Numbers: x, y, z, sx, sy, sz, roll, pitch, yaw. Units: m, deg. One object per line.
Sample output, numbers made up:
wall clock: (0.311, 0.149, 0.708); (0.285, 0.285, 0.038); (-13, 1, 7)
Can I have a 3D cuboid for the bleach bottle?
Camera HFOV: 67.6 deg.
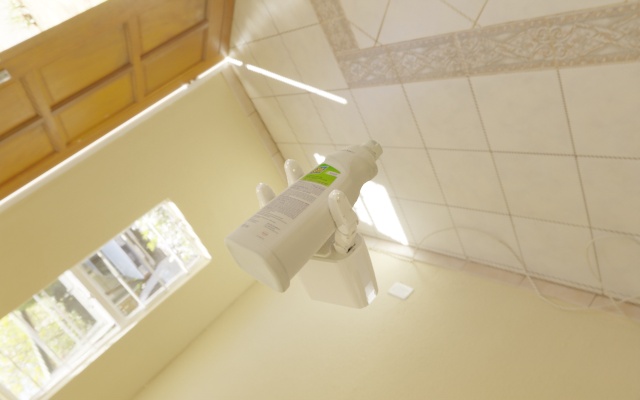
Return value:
bleach bottle: (0.000, 0.002, 0.620); (0.102, 0.068, 0.250); (20, 52, 43)
